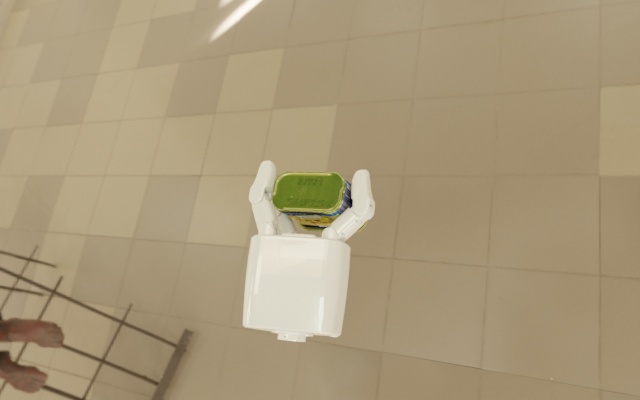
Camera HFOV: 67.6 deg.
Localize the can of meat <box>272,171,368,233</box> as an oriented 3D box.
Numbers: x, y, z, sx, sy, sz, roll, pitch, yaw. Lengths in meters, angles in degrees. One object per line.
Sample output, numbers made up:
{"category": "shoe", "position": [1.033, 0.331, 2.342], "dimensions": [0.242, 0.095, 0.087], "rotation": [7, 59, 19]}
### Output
{"category": "can of meat", "position": [0.000, 0.002, 0.606], "dimensions": [0.102, 0.057, 0.084], "rotation": [2, -17, 26]}
